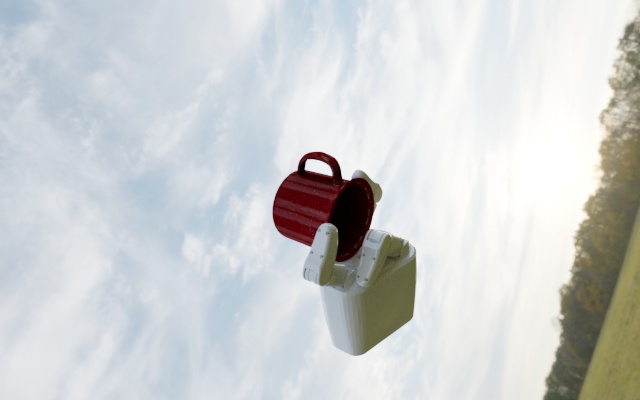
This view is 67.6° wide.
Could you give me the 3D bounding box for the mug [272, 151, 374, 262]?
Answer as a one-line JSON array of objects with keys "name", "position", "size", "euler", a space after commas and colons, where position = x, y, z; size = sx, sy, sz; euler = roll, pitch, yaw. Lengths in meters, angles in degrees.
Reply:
[{"name": "mug", "position": [0.000, 0.000, 0.523], "size": [0.081, 0.117, 0.093], "euler": [16, 37, 34]}]
